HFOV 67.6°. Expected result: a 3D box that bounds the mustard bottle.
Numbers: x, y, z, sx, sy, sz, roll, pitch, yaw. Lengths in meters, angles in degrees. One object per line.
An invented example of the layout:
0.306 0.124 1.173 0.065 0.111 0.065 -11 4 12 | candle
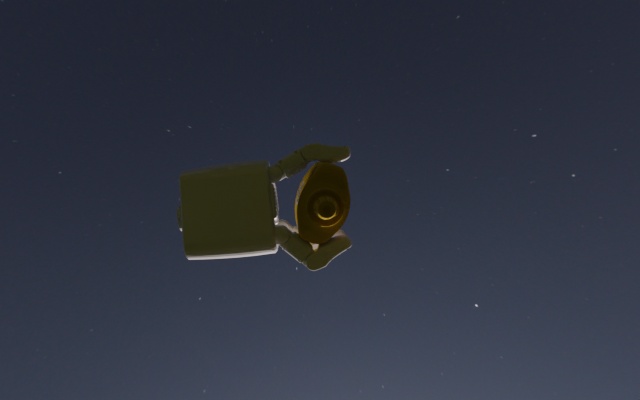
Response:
0.000 0.002 0.577 0.058 0.096 0.191 18 3 -4 | mustard bottle
